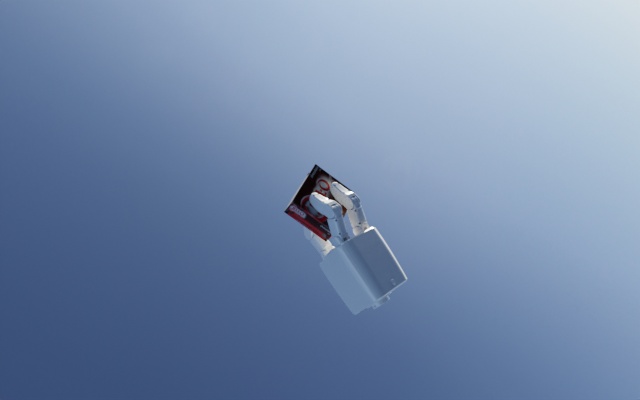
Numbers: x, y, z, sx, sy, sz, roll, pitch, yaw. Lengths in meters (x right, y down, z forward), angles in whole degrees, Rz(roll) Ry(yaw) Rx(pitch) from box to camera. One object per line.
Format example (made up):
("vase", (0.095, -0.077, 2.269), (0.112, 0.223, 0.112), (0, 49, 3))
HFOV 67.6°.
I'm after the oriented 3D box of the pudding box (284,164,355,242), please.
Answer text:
("pudding box", (0.000, 0.003, 0.825), (0.090, 0.113, 0.039), (36, -48, -8))
